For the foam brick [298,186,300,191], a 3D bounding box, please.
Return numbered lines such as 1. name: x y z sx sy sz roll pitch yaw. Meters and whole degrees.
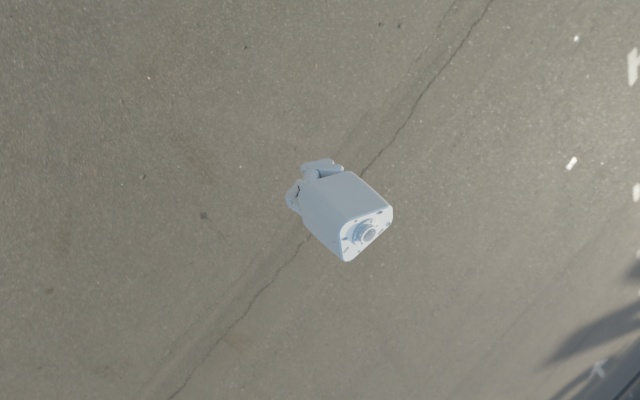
1. foam brick: 0.000 0.003 0.833 0.053 0.078 0.051 -31 49 -20
